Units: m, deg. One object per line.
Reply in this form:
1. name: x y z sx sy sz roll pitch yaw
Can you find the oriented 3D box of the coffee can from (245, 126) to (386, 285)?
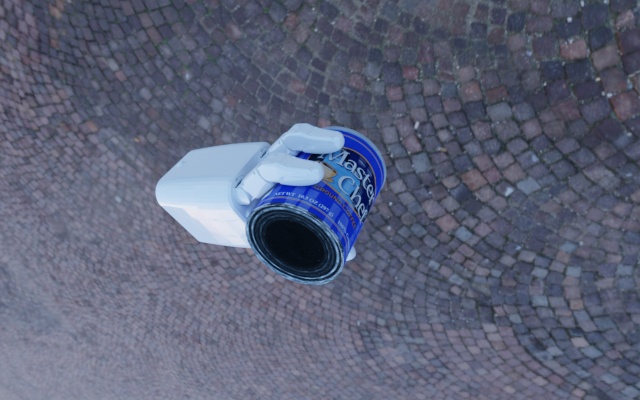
1. coffee can: 0.000 0.002 0.498 0.103 0.103 0.140 0 37 28
